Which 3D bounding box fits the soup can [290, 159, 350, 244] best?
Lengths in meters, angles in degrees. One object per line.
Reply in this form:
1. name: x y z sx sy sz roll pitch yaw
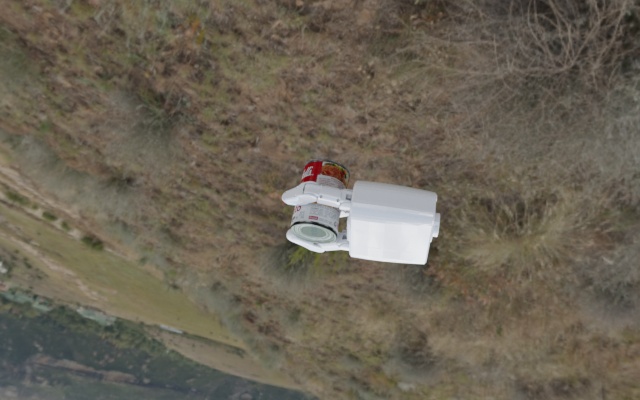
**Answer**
1. soup can: 0.000 0.002 0.672 0.068 0.102 0.068 10 -27 5
